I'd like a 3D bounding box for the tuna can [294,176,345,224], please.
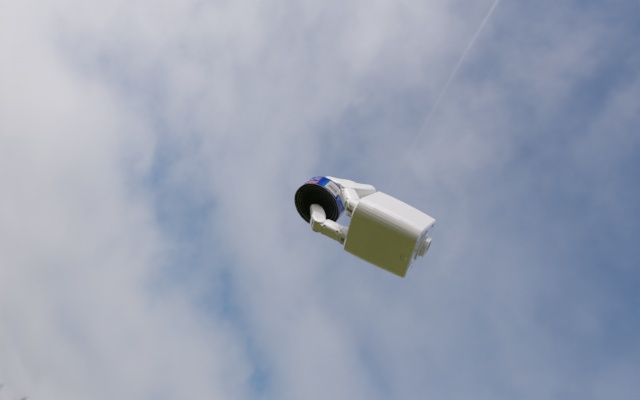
[{"bbox_3d":[0.000,0.002,0.819,0.086,0.086,0.033,0,27,32],"label":"tuna can"}]
